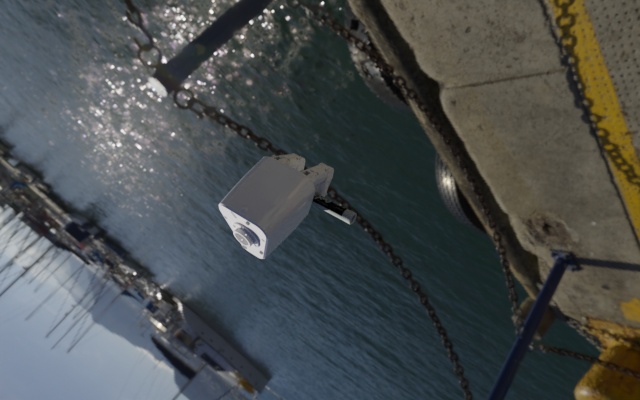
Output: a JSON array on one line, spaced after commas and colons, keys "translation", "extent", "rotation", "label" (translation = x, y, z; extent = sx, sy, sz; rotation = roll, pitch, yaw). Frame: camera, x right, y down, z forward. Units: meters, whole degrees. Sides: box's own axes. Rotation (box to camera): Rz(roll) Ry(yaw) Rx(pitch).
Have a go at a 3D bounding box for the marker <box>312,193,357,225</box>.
[{"translation": [0.000, 0.002, 0.732], "extent": [0.121, 0.020, 0.020], "rotation": [28, 12, 25], "label": "marker"}]
